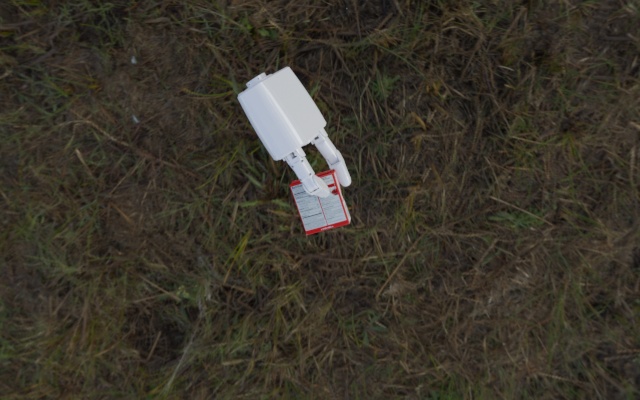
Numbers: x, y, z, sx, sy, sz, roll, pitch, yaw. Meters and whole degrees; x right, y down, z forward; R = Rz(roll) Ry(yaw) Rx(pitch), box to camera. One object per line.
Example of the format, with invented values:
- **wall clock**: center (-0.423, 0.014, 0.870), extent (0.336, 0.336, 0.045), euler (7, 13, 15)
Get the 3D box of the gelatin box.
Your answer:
- **gelatin box**: center (0.000, 0.003, 0.755), extent (0.073, 0.089, 0.030), euler (-16, 12, 11)
